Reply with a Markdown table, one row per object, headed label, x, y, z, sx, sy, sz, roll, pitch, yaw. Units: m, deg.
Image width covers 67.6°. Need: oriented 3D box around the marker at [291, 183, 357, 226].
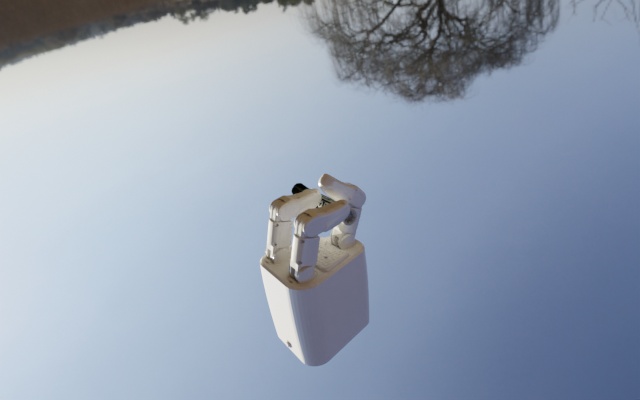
| label | x | y | z | sx | sy | sz | roll | pitch | yaw |
| --- | --- | --- | --- | --- | --- | --- | --- | --- | --- |
| marker | 0.000 | 0.002 | 0.550 | 0.020 | 0.020 | 0.121 | 0 | 15 | -32 |
